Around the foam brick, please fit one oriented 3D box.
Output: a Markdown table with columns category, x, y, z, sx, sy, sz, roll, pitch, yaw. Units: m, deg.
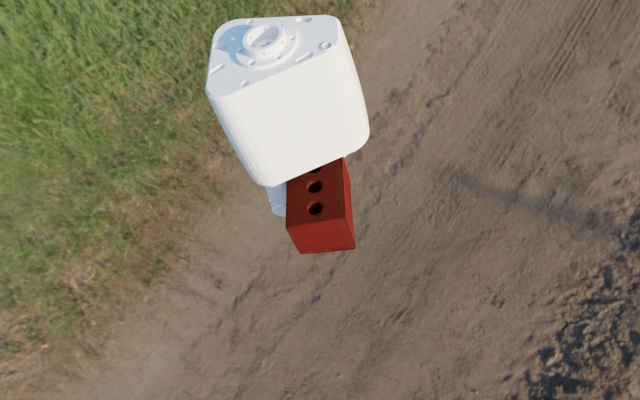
| category | x | y | z | sx | sy | sz | roll | pitch | yaw |
| --- | --- | --- | --- | --- | --- | --- | --- | --- | --- |
| foam brick | 0.000 | 0.002 | 0.429 | 0.053 | 0.078 | 0.051 | -9 | -35 | 9 |
